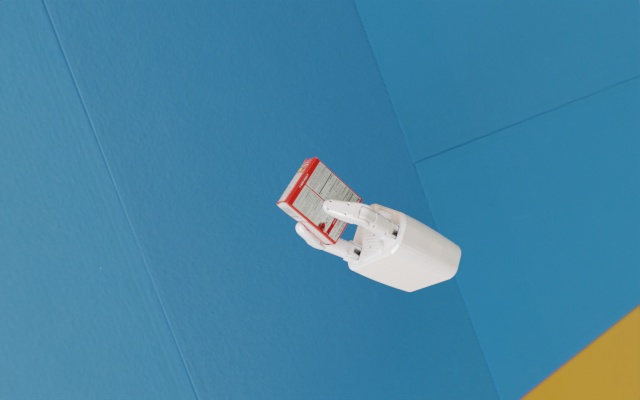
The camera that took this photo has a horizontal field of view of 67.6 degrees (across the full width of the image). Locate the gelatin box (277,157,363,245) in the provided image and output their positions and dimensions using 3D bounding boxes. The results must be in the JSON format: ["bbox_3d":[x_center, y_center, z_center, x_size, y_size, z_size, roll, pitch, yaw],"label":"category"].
[{"bbox_3d":[0.000,0.002,0.598,0.089,0.073,0.030,41,-24,-23],"label":"gelatin box"}]
